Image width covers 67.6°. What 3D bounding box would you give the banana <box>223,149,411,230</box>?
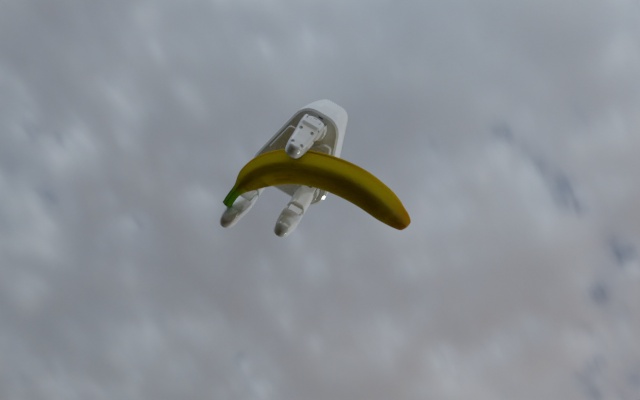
[{"bbox_3d":[-0.002,-0.017,0.496,0.198,0.070,0.037,8,18,8],"label":"banana"}]
